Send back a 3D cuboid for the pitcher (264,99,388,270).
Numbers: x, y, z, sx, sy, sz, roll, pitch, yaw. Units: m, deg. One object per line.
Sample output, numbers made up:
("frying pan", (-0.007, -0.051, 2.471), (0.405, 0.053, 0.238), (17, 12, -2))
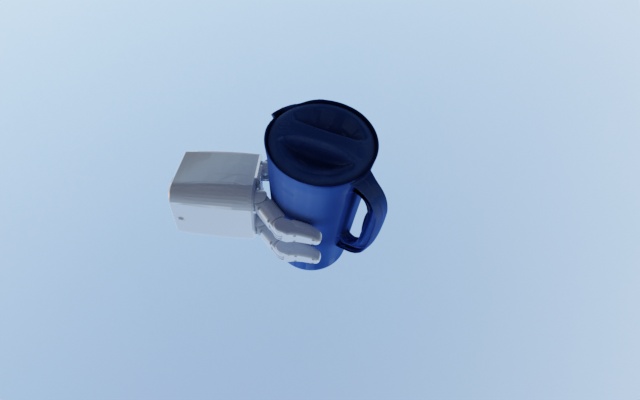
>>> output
("pitcher", (0.000, 0.002, 0.637), (0.145, 0.149, 0.243), (3, -35, -3))
